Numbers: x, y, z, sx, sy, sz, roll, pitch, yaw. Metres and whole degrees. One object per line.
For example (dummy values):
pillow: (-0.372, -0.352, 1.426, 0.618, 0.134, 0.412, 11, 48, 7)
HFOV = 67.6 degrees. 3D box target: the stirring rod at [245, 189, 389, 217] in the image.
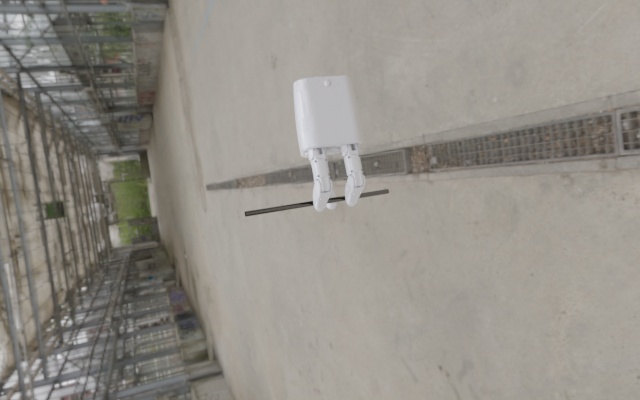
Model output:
stirring rod: (0.000, 0.002, 0.748, 0.239, 0.011, 0.011, -9, 3, -20)
